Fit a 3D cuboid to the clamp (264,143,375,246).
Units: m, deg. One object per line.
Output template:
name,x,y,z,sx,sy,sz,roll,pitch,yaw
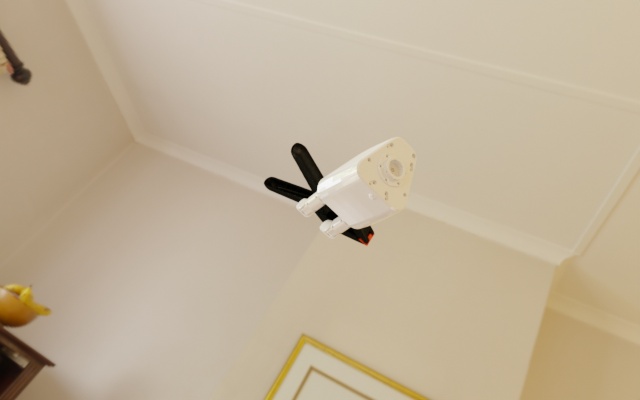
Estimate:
clamp,0.001,0.002,0.805,0.210,0.036,0.164,43,-28,-12
